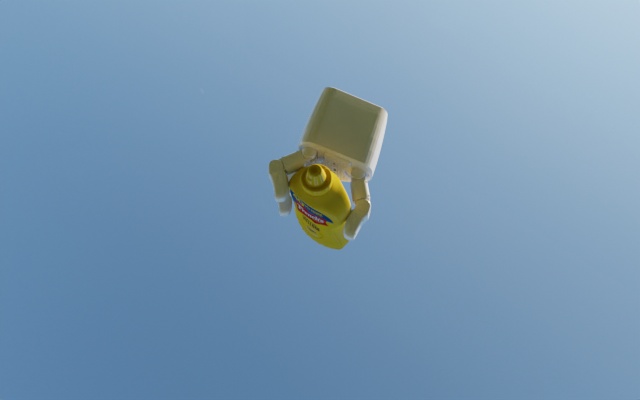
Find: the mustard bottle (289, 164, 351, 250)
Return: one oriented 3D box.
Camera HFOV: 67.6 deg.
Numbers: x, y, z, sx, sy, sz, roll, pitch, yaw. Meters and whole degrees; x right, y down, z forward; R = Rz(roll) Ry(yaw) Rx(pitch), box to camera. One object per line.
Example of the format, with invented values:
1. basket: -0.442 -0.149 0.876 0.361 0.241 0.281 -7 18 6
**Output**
1. mustard bottle: 0.000 0.003 0.675 0.096 0.058 0.192 38 -17 19
